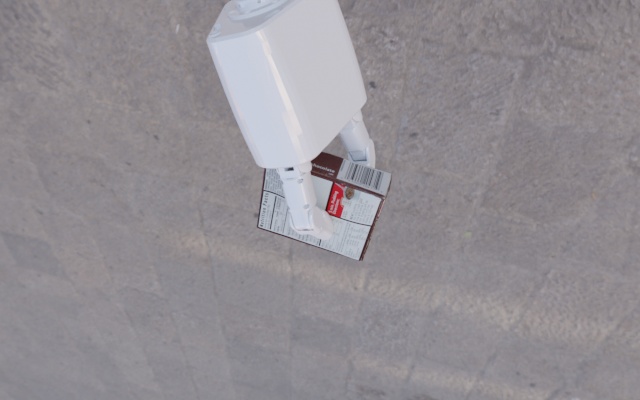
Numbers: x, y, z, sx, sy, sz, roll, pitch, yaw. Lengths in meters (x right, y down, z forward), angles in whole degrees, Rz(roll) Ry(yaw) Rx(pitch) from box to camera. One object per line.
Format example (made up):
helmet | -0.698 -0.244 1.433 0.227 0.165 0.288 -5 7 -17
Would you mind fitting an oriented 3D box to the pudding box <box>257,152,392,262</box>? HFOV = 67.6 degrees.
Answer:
pudding box | 0.000 0.002 0.449 0.113 0.090 0.039 19 43 5
